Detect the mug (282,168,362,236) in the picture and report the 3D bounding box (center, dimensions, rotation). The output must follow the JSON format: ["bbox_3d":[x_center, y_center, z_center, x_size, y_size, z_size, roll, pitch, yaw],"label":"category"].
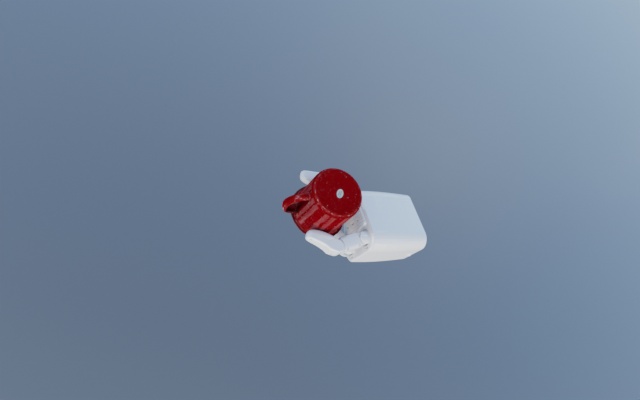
[{"bbox_3d":[-0.001,0.002,0.721,0.117,0.093,0.081,2,-23,-24],"label":"mug"}]
